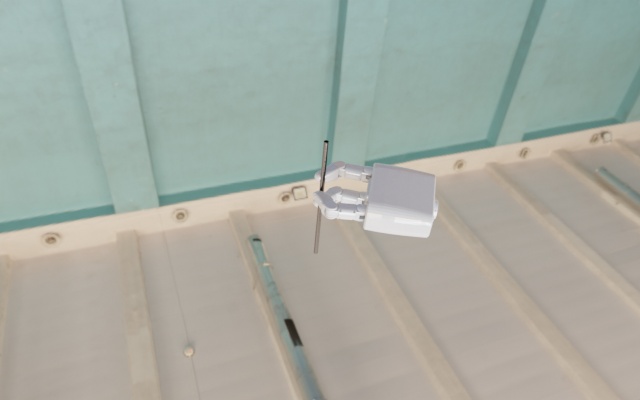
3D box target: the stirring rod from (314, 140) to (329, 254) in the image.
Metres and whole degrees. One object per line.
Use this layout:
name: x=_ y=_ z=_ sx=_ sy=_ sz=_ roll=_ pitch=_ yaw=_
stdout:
stirring rod: x=0.000 y=0.003 z=0.812 sx=0.011 sy=0.240 sz=0.011 roll=3 pitch=39 yaw=-3
